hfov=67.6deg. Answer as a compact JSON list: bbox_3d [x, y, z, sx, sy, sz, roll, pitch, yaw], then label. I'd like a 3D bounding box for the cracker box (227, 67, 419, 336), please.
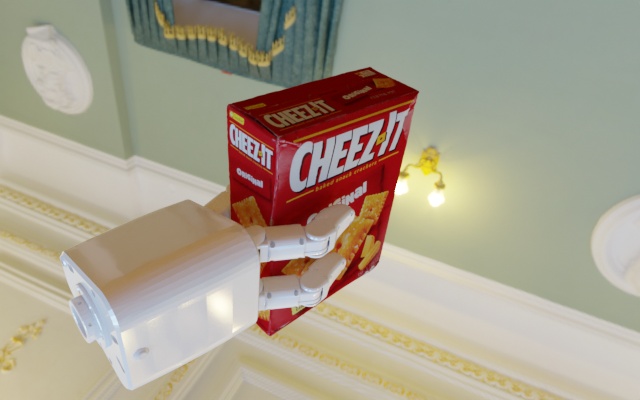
[{"bbox_3d":[0.000,0.002,0.448,0.164,0.214,0.072,-26,47,-37],"label":"cracker box"}]
